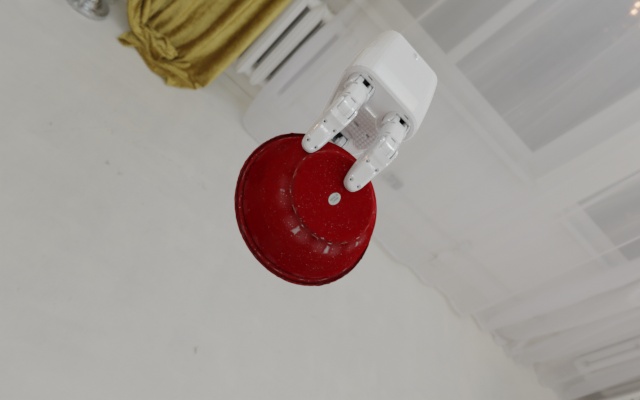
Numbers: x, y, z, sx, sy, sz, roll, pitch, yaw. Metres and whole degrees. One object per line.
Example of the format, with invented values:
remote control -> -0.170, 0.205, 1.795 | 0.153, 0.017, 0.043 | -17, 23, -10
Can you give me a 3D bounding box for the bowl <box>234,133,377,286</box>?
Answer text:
bowl -> 0.000, 0.003, 0.472 | 0.162, 0.162, 0.055 | 0, -12, -30
